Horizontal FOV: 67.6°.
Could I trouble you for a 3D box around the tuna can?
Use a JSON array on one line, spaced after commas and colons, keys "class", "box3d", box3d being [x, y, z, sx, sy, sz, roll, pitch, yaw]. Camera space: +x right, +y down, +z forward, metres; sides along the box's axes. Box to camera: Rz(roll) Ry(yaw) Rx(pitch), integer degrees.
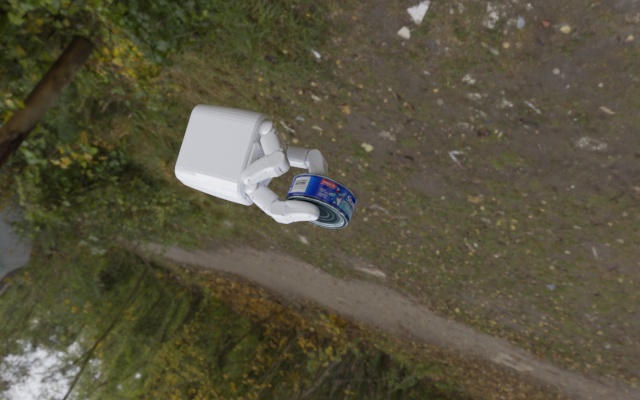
[{"class": "tuna can", "box3d": [0.000, 0.002, 0.600, 0.086, 0.033, 0.086, 18, -23, 8]}]
